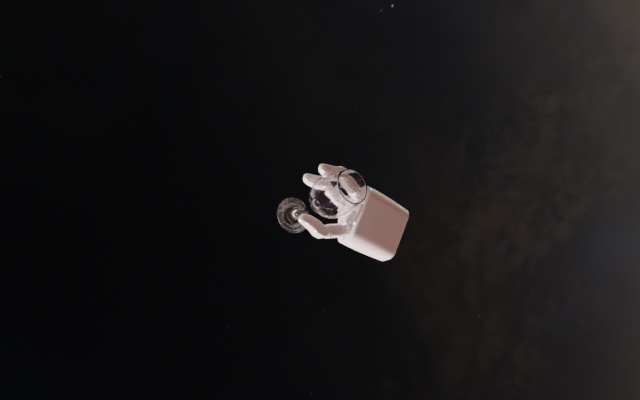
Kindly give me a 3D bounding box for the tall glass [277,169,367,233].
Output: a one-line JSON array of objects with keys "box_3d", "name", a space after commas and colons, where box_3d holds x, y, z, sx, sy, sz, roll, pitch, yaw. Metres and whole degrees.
[{"box_3d": [0.000, 0.003, 0.874, 0.079, 0.079, 0.201, 0, -16, -34], "name": "tall glass"}]
